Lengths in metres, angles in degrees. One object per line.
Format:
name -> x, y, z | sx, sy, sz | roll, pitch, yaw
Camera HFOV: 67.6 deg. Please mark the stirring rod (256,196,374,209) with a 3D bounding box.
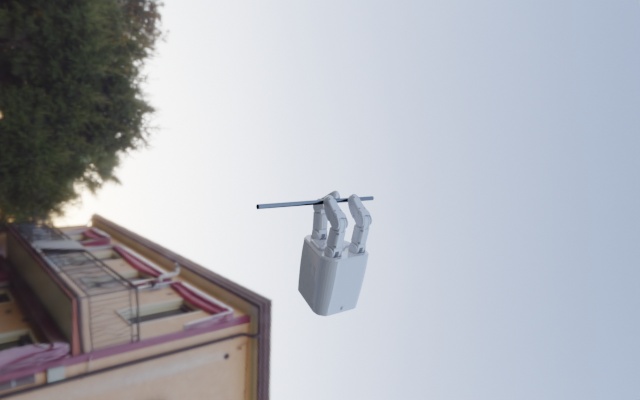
stirring rod -> 0.000, 0.003, 0.774 | 0.239, 0.011, 0.011 | -4, 3, -40
